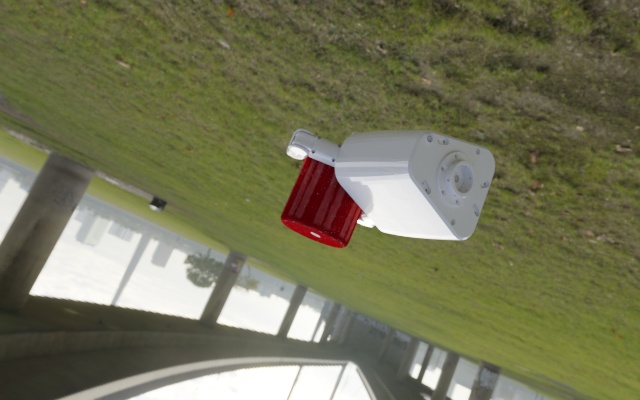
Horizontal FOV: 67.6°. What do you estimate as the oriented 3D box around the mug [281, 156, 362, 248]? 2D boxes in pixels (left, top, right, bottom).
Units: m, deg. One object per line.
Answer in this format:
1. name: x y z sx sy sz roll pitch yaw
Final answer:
1. mug: -0.001 0.002 0.548 0.093 0.081 0.117 30 -14 -29
